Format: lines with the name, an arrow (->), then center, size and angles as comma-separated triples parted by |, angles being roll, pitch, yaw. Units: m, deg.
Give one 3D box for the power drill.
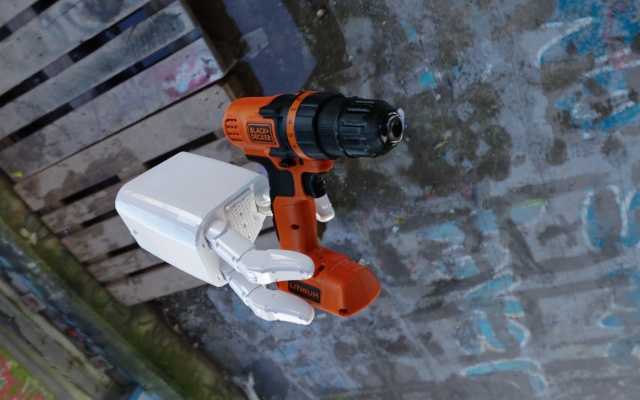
power drill -> 0.000, 0.002, 0.404 | 0.057, 0.188, 0.184 | -27, 26, -36
